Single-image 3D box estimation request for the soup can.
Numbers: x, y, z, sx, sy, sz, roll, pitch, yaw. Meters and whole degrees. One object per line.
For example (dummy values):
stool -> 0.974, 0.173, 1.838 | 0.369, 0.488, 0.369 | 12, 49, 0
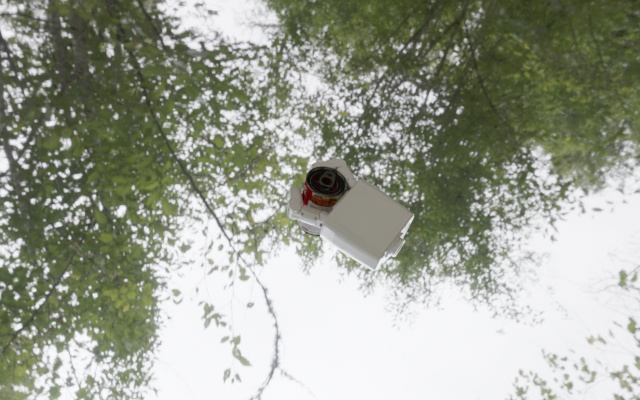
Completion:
soup can -> 0.000, 0.003, 0.799 | 0.068, 0.068, 0.102 | 0, -42, -15
